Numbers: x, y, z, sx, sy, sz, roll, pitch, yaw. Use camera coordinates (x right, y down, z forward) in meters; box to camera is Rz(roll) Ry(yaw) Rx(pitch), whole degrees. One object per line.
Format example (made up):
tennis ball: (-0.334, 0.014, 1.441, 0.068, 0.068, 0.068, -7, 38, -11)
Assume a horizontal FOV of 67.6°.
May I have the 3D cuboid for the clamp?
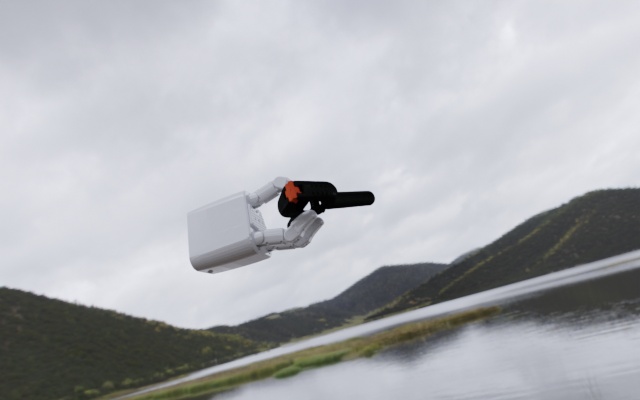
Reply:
clamp: (0.000, 0.002, 0.753, 0.164, 0.036, 0.210, -21, -17, 7)
